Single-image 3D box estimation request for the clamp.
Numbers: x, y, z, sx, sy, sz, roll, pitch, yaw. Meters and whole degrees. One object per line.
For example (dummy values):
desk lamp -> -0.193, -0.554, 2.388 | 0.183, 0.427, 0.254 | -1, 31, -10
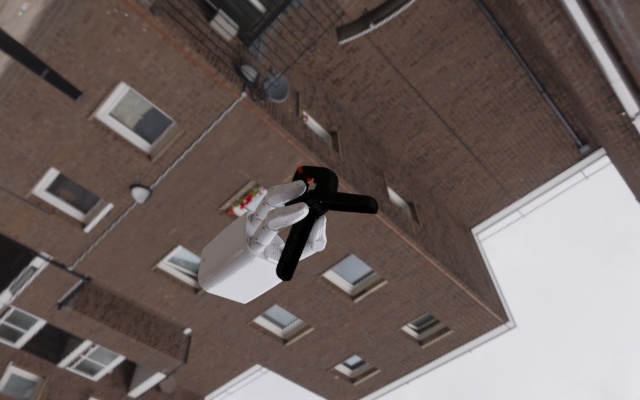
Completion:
clamp -> 0.000, 0.003, 0.686 | 0.164, 0.036, 0.209 | -34, 32, 18
